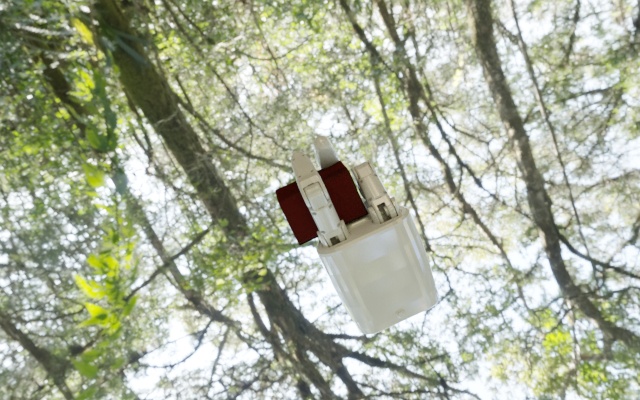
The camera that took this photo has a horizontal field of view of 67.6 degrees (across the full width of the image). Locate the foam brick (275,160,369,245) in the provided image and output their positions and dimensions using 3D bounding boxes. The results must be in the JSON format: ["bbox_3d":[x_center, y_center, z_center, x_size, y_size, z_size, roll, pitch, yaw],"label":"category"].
[{"bbox_3d":[0.000,0.002,0.487,0.078,0.051,0.053,-24,17,0],"label":"foam brick"}]
